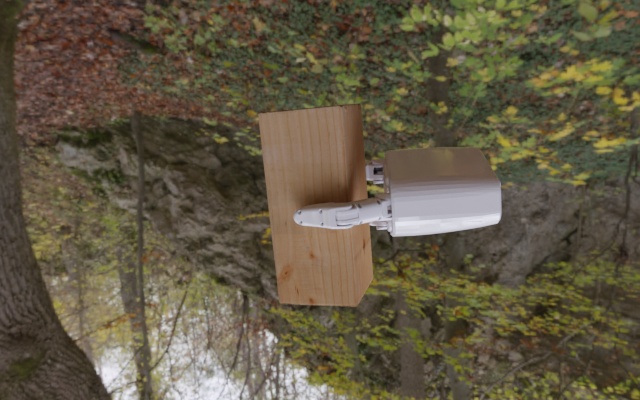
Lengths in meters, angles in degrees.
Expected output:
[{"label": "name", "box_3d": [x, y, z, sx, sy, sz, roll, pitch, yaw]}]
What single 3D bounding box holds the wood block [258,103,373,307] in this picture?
[{"label": "wood block", "box_3d": [0.000, 0.002, 0.526, 0.090, 0.206, 0.091, -2, 11, 19]}]
